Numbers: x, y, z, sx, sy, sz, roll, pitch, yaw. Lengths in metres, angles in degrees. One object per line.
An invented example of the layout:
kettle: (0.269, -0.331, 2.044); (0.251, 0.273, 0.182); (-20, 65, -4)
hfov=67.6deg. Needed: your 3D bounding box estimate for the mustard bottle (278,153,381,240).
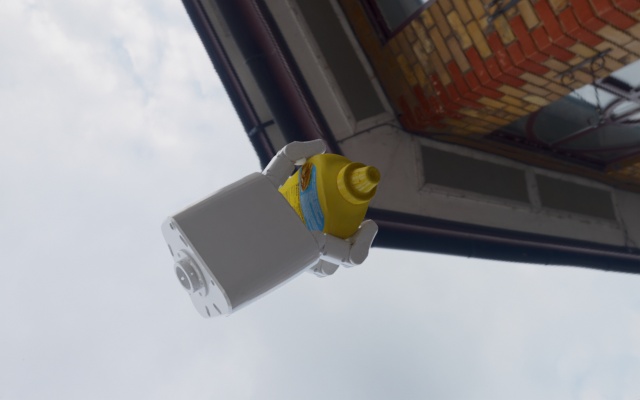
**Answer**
mustard bottle: (0.000, 0.002, 0.524); (0.058, 0.096, 0.192); (0, -16, -32)
